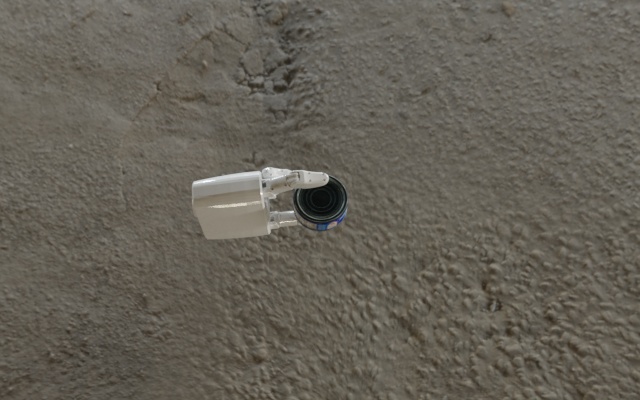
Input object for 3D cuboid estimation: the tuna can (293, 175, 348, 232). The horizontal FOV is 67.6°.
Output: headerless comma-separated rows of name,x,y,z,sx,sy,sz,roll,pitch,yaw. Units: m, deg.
tuna can,0.000,0.002,0.738,0.086,0.086,0.034,0,-25,-3
